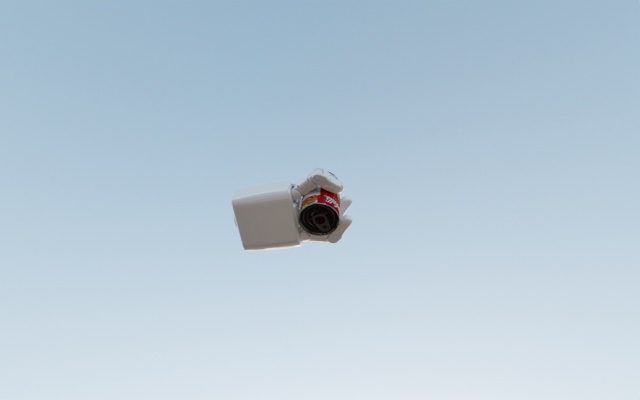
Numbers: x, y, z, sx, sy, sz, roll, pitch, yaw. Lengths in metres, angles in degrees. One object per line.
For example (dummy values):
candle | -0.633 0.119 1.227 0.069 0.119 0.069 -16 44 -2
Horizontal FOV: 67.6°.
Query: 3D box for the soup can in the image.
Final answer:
soup can | 0.001 0.002 0.824 0.068 0.069 0.102 0 36 4
